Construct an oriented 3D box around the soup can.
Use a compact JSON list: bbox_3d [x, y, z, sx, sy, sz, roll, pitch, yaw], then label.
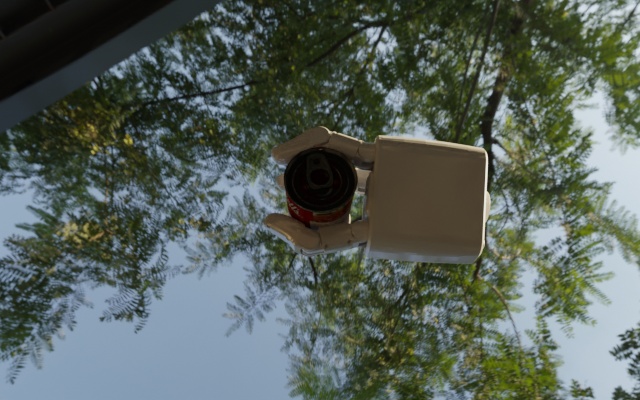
[{"bbox_3d":[0.000,0.002,0.480,0.068,0.068,0.102,0,-26,0],"label":"soup can"}]
